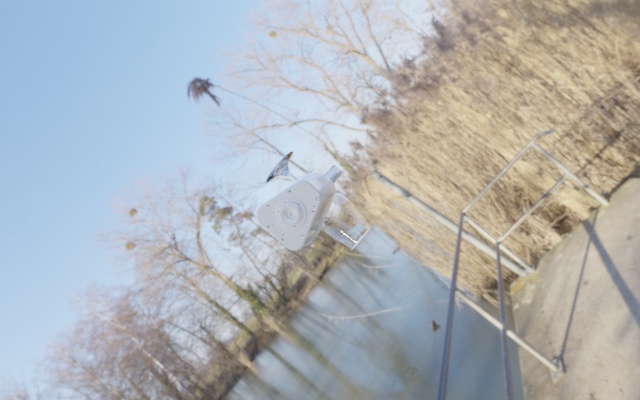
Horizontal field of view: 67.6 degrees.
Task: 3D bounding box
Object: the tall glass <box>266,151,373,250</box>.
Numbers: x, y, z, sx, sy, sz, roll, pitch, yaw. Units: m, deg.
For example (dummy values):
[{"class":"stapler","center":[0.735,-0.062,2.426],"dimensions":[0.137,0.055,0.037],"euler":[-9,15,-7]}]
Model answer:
[{"class":"tall glass","center":[0.000,0.002,0.869],"dimensions":[0.201,0.079,0.079],"euler":[41,2,3]}]
